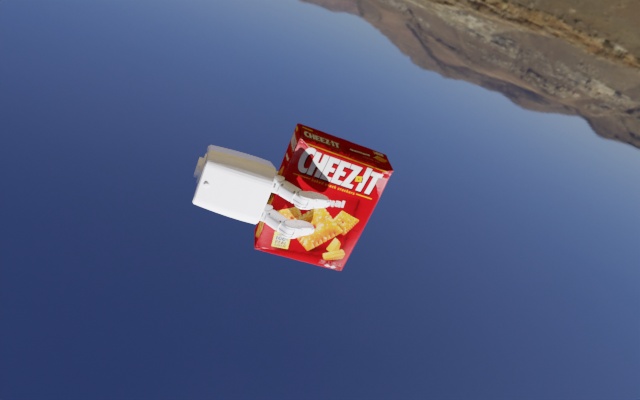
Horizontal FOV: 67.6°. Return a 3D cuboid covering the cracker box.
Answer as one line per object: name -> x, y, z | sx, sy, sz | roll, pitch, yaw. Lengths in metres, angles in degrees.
cracker box -> 0.000, 0.003, 0.798 | 0.164, 0.214, 0.072 | 17, 26, -16
